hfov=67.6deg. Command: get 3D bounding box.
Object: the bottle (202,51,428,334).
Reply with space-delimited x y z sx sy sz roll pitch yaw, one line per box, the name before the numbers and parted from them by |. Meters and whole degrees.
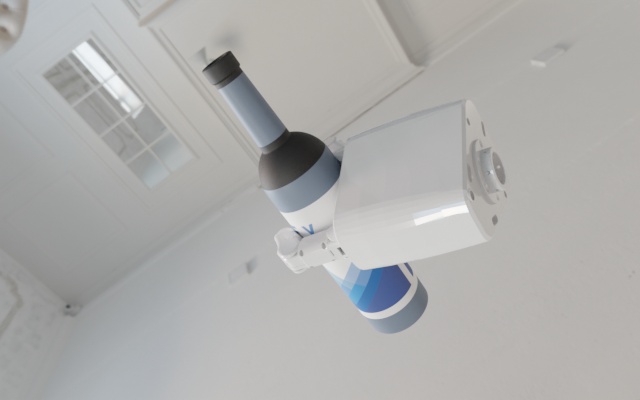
bottle | 0.000 0.002 0.424 0.069 0.296 0.069 -29 26 16
